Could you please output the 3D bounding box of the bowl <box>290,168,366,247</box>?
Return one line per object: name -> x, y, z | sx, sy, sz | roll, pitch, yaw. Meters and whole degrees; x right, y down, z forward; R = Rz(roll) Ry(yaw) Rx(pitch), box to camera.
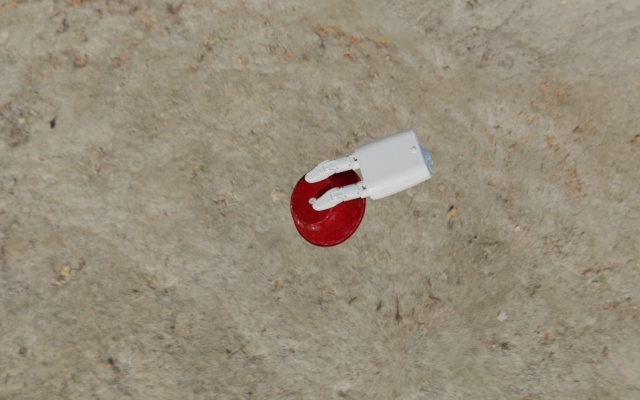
bowl -> -0.001, 0.004, 0.876 | 0.162, 0.162, 0.055 | 0, -10, 32
